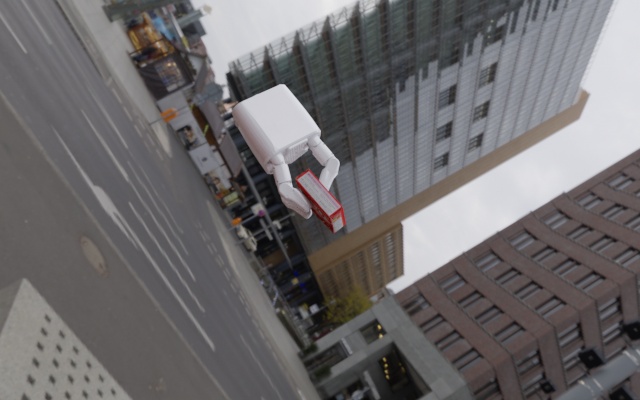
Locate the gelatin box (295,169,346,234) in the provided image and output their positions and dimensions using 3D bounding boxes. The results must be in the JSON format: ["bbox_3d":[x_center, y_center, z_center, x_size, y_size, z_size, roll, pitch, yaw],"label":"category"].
[{"bbox_3d":[0.001,0.002,0.757,0.030,0.089,0.073,-38,-22,-10],"label":"gelatin box"}]
